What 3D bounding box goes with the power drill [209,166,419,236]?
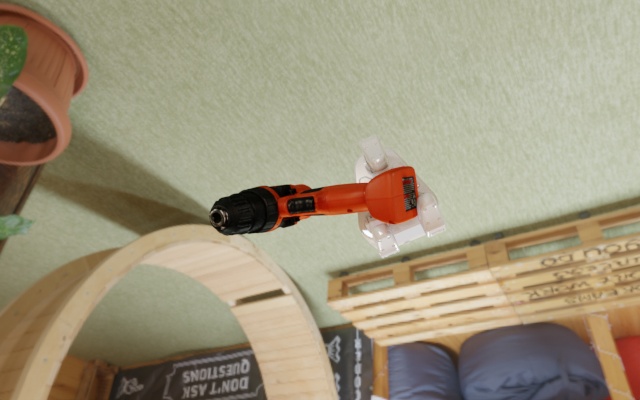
[{"bbox_3d":[0.001,0.002,0.513,0.187,0.057,0.184,-4,5,26],"label":"power drill"}]
